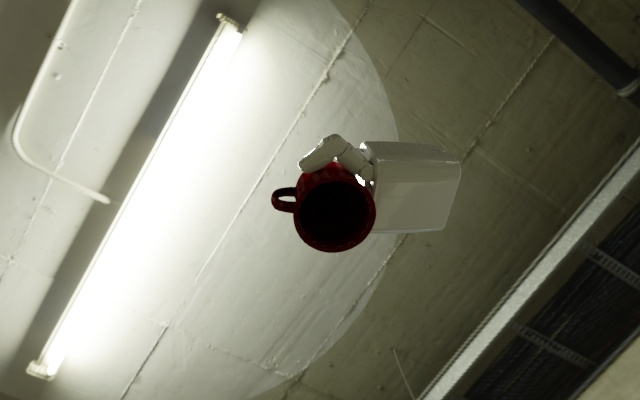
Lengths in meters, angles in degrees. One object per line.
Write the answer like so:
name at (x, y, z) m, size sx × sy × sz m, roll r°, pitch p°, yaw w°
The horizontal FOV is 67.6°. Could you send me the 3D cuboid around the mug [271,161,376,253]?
mug at (-0.001, 0.002, 0.563) m, size 0.117 × 0.093 × 0.081 m, roll 2°, pitch 22°, yaw -7°
